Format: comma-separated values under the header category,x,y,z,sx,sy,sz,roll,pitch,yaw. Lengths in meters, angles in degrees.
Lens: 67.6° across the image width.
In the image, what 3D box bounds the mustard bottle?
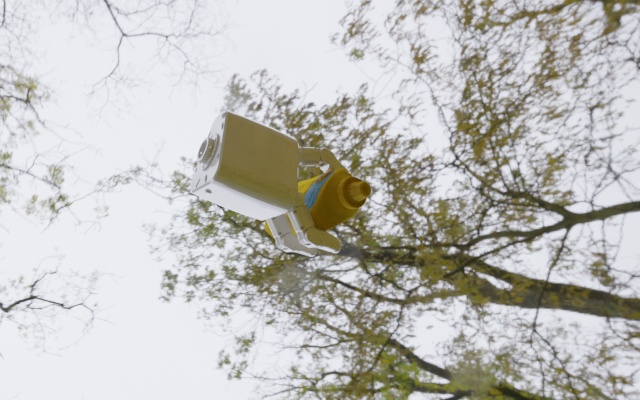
category,x,y,z,sx,sy,sz,roll,pitch,yaw
mustard bottle,0.000,0.002,0.657,0.058,0.096,0.191,45,-32,-19
